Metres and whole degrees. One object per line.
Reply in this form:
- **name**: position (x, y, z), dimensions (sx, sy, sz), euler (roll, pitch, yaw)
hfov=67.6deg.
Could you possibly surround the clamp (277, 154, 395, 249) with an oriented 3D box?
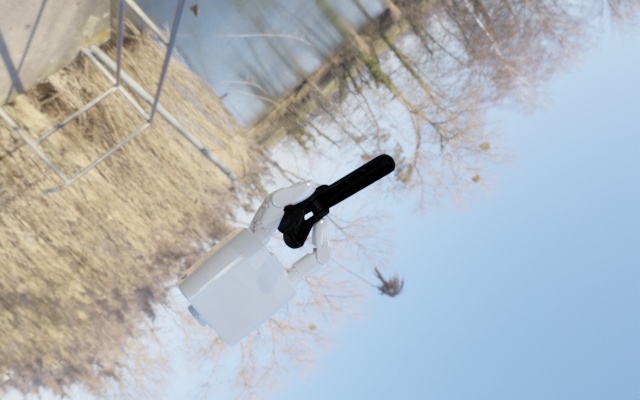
- **clamp**: position (0.000, 0.003, 0.619), dimensions (0.164, 0.036, 0.210), euler (-36, 8, -15)
